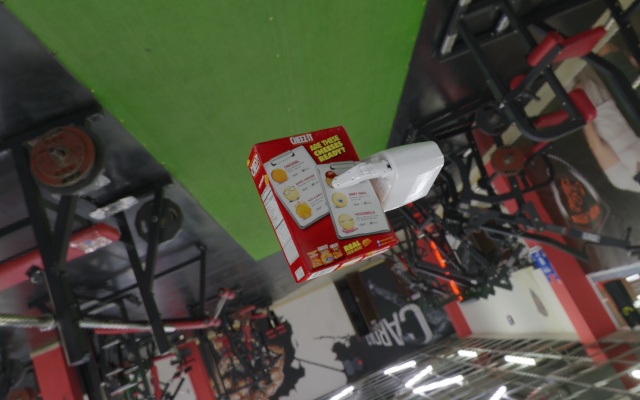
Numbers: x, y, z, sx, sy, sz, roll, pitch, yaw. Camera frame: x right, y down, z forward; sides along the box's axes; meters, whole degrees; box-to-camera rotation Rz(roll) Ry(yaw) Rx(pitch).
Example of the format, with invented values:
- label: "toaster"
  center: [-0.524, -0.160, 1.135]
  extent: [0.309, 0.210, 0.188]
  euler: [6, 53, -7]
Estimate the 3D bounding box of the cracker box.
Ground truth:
- label: "cracker box"
  center: [0.000, 0.003, 0.744]
  extent: [0.164, 0.213, 0.072]
  euler: [-16, -17, -28]
